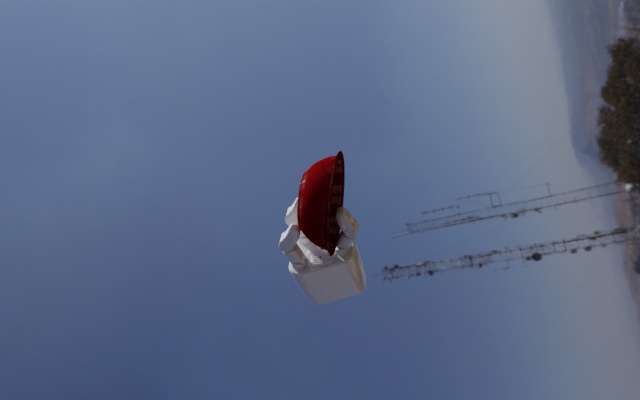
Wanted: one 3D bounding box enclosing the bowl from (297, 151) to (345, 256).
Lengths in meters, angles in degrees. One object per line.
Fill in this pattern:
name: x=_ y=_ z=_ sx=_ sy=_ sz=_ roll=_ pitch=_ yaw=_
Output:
bowl: x=0.000 y=0.001 z=0.736 sx=0.055 sy=0.162 sz=0.162 roll=6 pitch=1 yaw=9
